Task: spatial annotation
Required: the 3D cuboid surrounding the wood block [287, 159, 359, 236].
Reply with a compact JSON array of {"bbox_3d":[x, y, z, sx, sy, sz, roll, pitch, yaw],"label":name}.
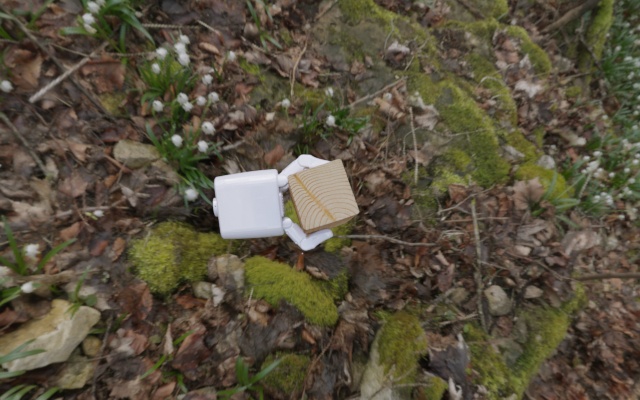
[{"bbox_3d":[0.000,0.003,0.822,0.090,0.091,0.206,-18,-5,-4],"label":"wood block"}]
